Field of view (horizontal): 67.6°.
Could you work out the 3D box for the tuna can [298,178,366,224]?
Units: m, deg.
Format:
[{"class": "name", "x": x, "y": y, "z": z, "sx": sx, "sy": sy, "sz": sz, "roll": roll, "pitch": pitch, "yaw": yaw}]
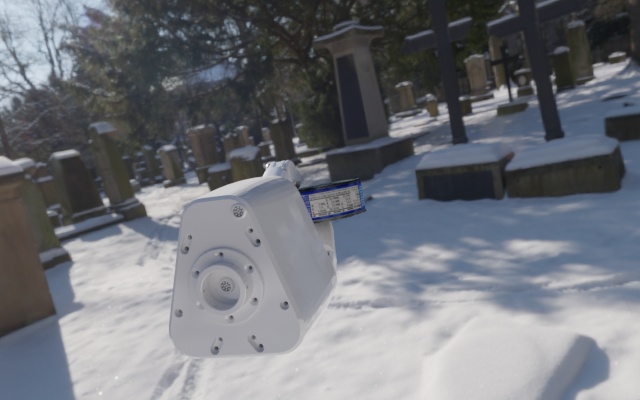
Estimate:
[{"class": "tuna can", "x": 0.000, "y": 0.001, "z": 0.470, "sx": 0.086, "sy": 0.034, "sz": 0.086, "roll": -10, "pitch": 3, "yaw": 1}]
